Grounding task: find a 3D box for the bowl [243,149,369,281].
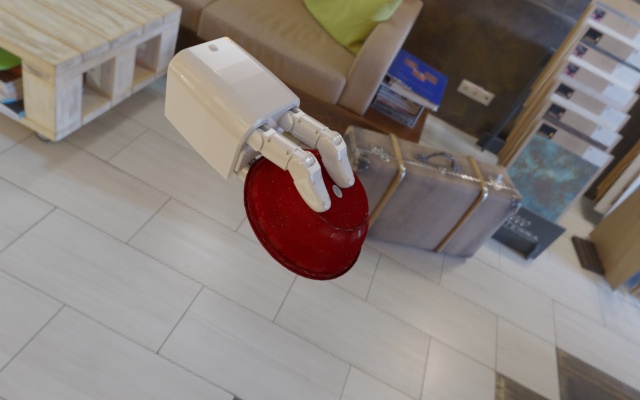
[{"bbox_3d":[0.001,0.002,0.517,0.162,0.162,0.055,0,-26,-42],"label":"bowl"}]
